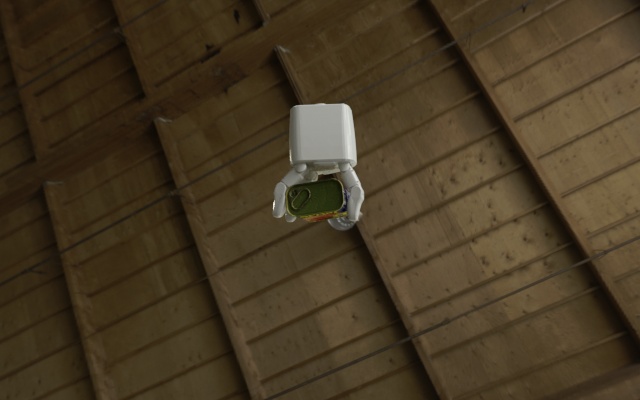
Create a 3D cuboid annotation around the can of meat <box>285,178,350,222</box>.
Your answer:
[{"bbox_3d":[0.000,0.003,0.841,0.102,0.057,0.084,-9,-13,14],"label":"can of meat"}]
